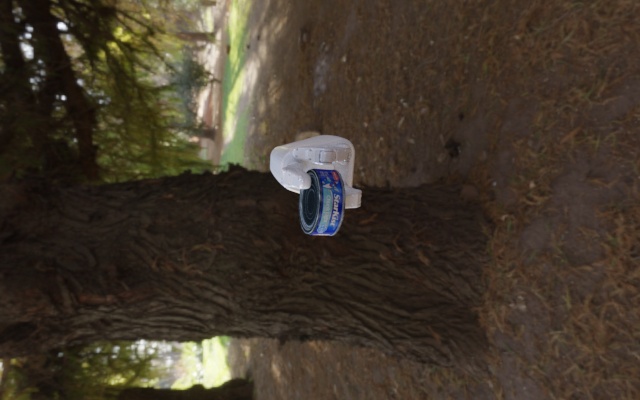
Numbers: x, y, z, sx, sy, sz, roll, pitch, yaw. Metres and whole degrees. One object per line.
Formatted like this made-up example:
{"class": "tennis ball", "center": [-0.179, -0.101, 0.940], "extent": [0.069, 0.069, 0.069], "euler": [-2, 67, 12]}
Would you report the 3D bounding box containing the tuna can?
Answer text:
{"class": "tuna can", "center": [0.000, 0.002, 0.609], "extent": [0.034, 0.086, 0.086], "euler": [3, -1, -20]}
